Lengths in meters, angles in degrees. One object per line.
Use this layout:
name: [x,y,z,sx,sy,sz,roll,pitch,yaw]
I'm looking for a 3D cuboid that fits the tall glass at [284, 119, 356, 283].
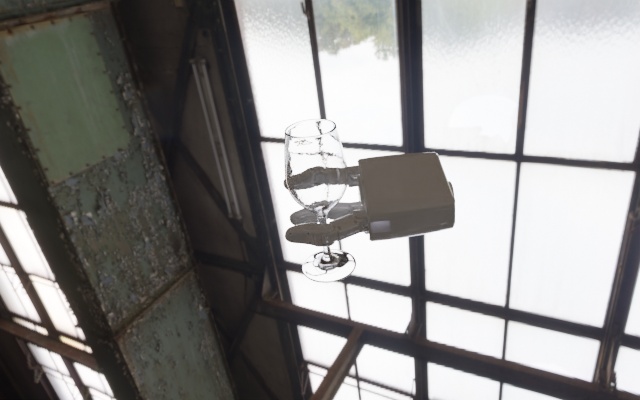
tall glass: [0.000,0.003,0.603,0.079,0.201,0.079,-6,28,3]
